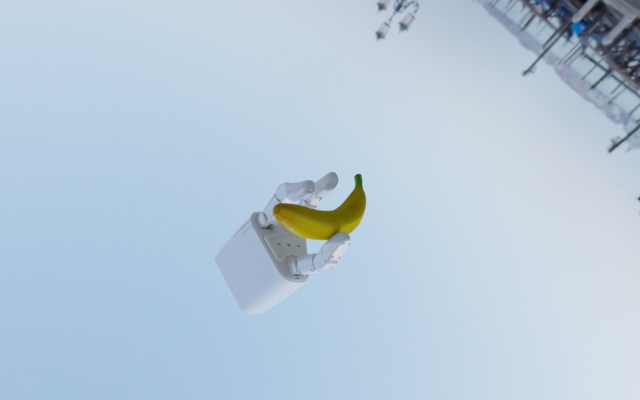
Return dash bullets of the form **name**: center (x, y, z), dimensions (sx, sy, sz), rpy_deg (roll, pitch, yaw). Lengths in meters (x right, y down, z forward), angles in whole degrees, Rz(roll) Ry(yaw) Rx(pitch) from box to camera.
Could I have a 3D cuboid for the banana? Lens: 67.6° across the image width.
- **banana**: center (0.011, 0.017, 0.613), dimensions (0.037, 0.069, 0.197), rpy_deg (-33, -6, 34)
